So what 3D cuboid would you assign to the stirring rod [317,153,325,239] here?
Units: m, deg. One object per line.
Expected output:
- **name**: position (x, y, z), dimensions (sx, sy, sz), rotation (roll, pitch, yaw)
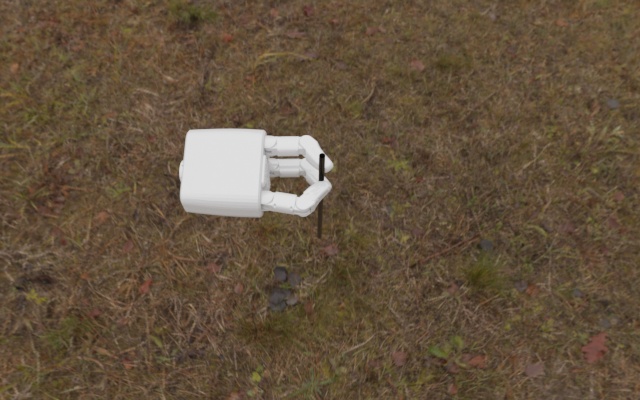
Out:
- **stirring rod**: position (0.000, 0.002, 0.703), dimensions (0.011, 0.011, 0.240), rotation (0, -29, -1)
